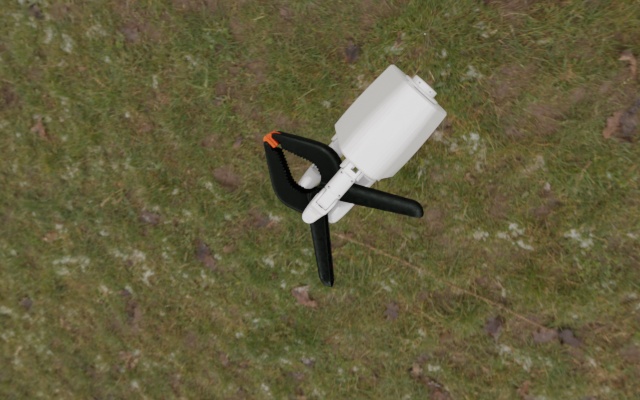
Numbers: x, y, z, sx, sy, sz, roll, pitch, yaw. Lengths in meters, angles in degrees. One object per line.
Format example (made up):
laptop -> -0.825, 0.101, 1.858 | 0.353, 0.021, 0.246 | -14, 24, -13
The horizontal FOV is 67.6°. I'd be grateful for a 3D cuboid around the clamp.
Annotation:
clamp -> 0.000, 0.002, 0.603 | 0.210, 0.164, 0.036 | 41, 17, -4
